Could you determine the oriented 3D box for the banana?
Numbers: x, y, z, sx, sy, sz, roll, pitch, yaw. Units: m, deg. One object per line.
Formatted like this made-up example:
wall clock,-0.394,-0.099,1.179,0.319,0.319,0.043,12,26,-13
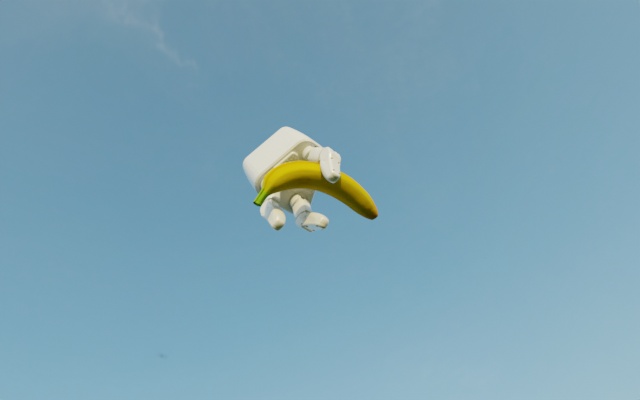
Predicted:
banana,0.000,-0.017,0.665,0.198,0.069,0.037,7,3,-28
